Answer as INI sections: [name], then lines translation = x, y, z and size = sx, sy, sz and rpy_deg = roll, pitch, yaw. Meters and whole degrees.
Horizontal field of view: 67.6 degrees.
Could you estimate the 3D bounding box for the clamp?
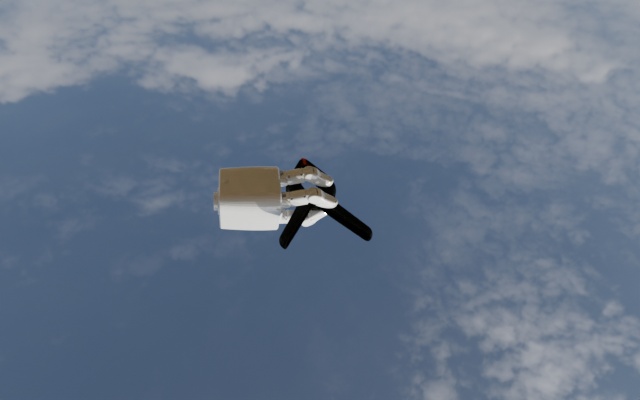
[clamp]
translation = 0.000, 0.003, 0.872
size = 0.164, 0.209, 0.036
rpy_deg = 2, -44, -13
